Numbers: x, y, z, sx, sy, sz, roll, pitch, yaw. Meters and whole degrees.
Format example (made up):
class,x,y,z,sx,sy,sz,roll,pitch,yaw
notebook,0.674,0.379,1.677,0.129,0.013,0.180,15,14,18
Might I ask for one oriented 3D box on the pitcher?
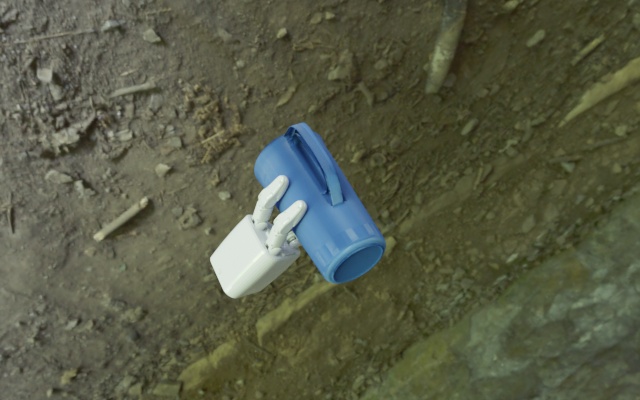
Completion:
class,x,y,z,sx,sy,sz,roll,pitch,yaw
pitcher,0.000,0.003,0.764,0.145,0.242,0.149,-44,-33,15
